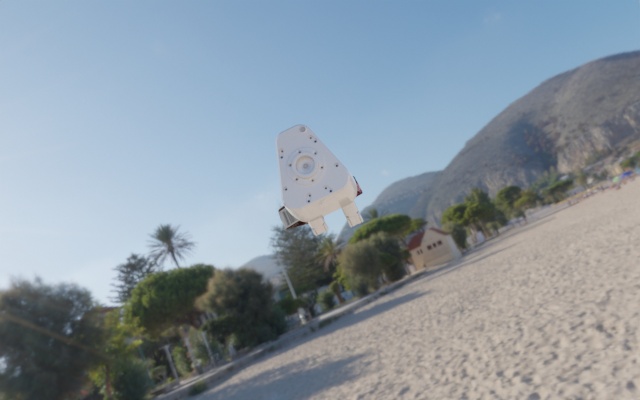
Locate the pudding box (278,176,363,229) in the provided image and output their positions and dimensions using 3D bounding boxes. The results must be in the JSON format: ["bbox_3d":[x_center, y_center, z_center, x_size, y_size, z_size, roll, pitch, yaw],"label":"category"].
[{"bbox_3d":[0.000,0.002,0.773,0.113,0.039,0.090,-30,-11,30],"label":"pudding box"}]
